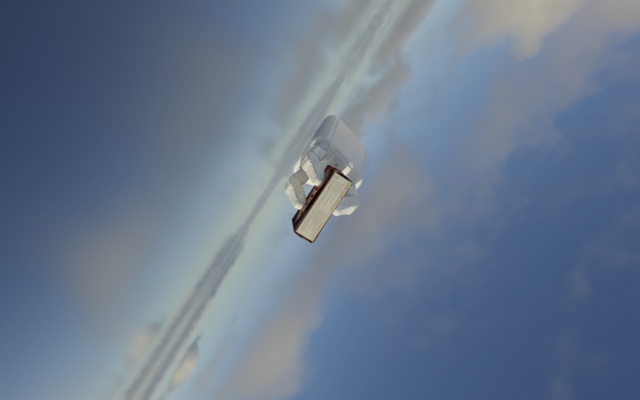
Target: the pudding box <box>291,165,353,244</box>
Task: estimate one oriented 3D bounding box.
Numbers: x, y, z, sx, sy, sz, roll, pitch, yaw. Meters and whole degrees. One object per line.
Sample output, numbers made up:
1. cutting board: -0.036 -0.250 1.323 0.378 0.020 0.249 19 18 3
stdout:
1. pudding box: 0.000 0.002 0.737 0.039 0.113 0.090 31 5 -9
